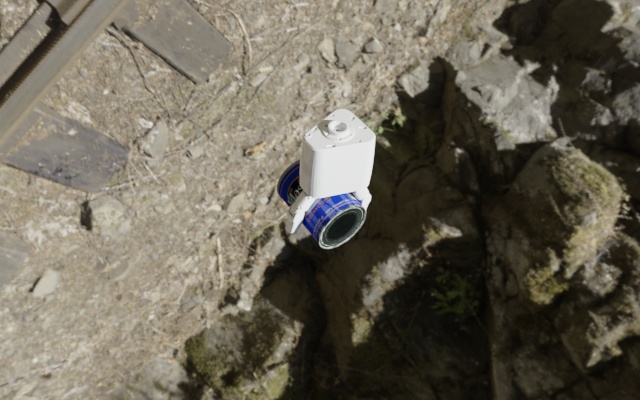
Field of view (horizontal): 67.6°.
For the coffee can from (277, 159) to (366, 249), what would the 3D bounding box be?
[{"bbox_3d":[0.000,0.003,0.865,0.103,0.103,0.140,0,40,-48],"label":"coffee can"}]
